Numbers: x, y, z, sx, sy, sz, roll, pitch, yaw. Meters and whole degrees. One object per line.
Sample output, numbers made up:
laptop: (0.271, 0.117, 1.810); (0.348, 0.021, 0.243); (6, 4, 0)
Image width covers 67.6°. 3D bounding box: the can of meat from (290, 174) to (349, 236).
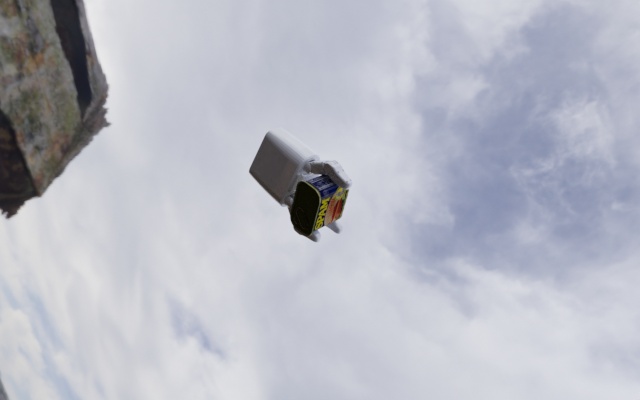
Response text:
can of meat: (0.000, 0.003, 0.850); (0.057, 0.102, 0.084); (38, 41, 29)
